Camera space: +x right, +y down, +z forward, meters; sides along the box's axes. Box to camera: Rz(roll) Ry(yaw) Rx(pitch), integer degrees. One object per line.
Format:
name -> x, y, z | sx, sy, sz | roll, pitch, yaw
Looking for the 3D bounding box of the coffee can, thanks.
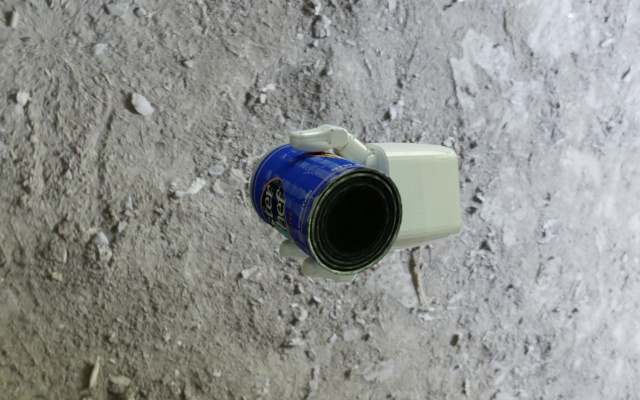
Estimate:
coffee can -> 0.000, 0.002, 0.487 | 0.103, 0.103, 0.140 | 0, 16, -30
